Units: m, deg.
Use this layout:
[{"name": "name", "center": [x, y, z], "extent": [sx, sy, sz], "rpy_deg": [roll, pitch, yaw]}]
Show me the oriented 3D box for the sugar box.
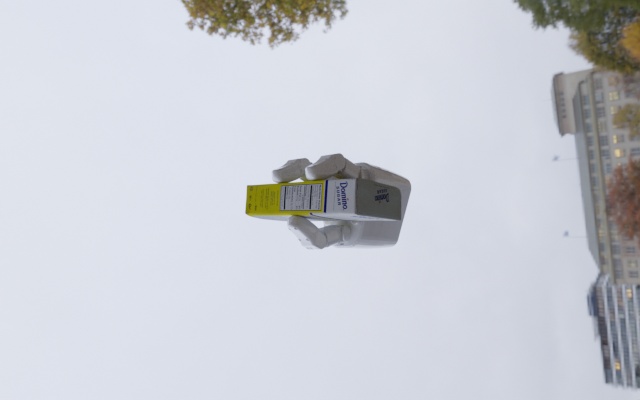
[{"name": "sugar box", "center": [0.000, 0.001, 0.581], "extent": [0.176, 0.048, 0.093], "rpy_deg": [-5, -9, 39]}]
